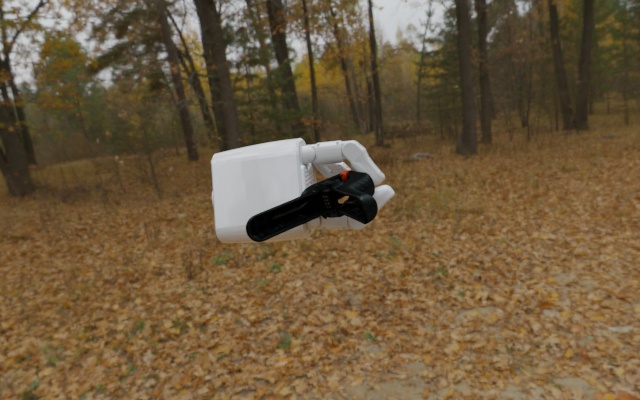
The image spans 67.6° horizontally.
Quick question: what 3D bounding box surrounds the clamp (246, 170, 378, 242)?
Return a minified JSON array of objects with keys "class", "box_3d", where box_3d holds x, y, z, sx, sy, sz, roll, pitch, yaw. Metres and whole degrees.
[{"class":"clamp","box_3d":[0.000,0.001,0.475,0.120,0.039,0.171,-7,9,10]}]
